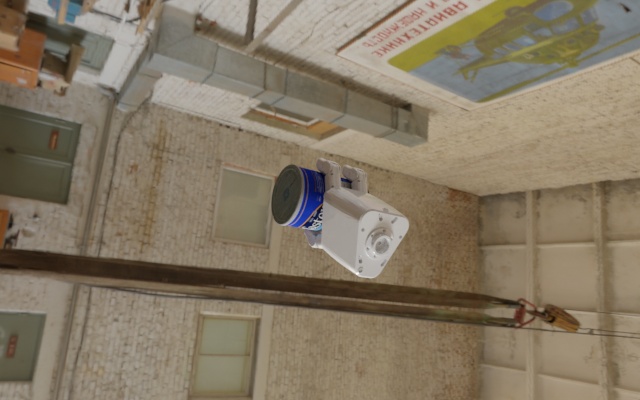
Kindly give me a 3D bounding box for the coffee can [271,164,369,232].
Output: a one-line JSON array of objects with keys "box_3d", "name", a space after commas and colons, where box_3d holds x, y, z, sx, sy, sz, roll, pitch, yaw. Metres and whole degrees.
[{"box_3d": [0.000, 0.003, 0.826, 0.140, 0.103, 0.103, 12, -6, -31], "name": "coffee can"}]
